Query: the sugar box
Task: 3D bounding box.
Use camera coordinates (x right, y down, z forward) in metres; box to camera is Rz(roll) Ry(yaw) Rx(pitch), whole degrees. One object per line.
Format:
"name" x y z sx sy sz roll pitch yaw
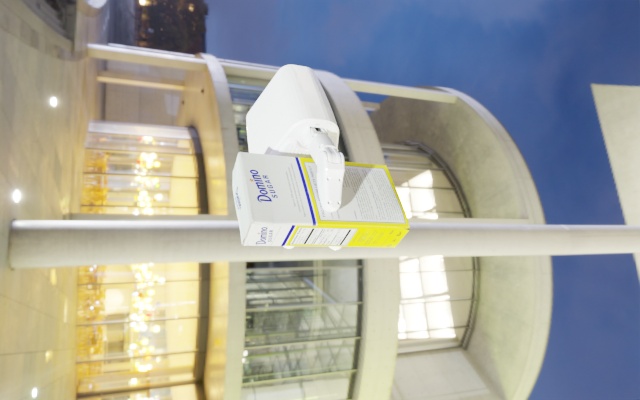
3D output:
"sugar box" 0.000 0.002 0.504 0.176 0.093 0.048 2 -40 -22
